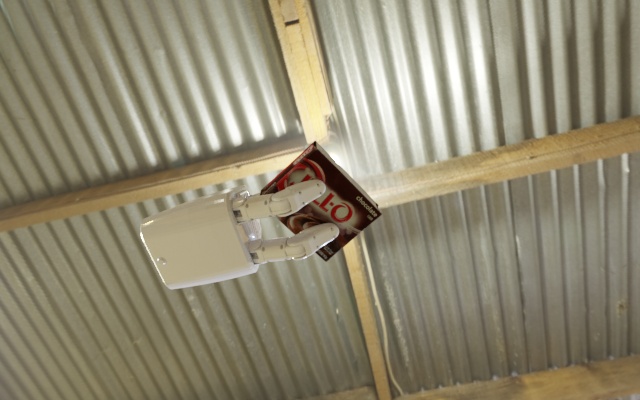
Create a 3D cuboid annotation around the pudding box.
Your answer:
[{"bbox_3d":[0.000,0.002,0.550,0.090,0.113,0.039,-42,19,15],"label":"pudding box"}]
